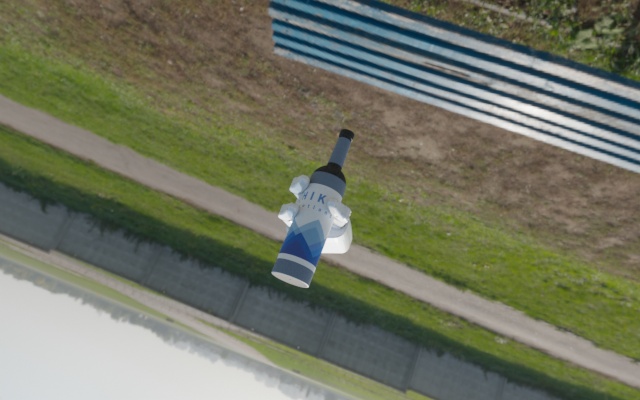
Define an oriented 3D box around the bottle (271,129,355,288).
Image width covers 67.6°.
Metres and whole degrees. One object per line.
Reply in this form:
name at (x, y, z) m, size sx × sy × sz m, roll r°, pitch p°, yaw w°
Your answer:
bottle at (0.000, 0.003, 0.838) m, size 0.069 × 0.295 × 0.069 m, roll 19°, pitch -20°, yaw 7°
